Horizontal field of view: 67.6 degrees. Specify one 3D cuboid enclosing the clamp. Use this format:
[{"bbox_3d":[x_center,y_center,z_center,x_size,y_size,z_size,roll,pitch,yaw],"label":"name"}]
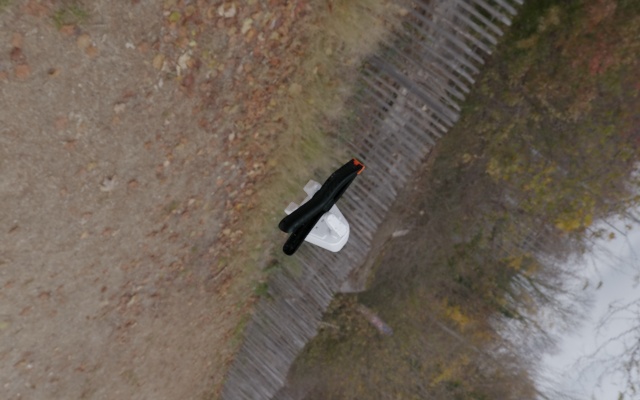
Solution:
[{"bbox_3d":[0.001,0.003,0.830,0.036,0.210,0.164,40,-10,11],"label":"clamp"}]
